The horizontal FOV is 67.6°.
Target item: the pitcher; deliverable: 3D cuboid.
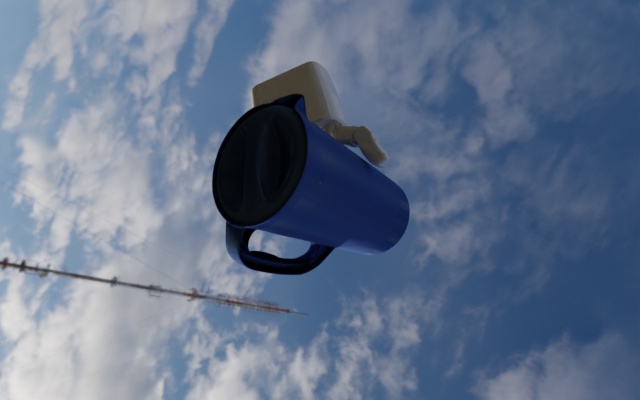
[{"bbox_3d":[0.000,0.002,0.563,0.149,0.145,0.243,-33,-34,26],"label":"pitcher"}]
